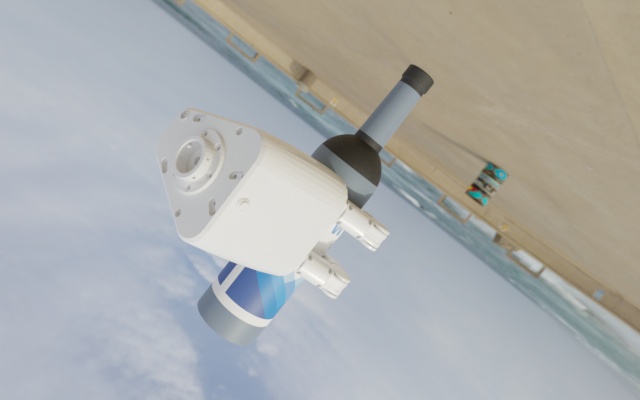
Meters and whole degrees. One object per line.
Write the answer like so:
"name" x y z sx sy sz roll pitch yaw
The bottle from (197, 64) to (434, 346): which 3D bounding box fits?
"bottle" 0.000 0.002 0.442 0.069 0.296 0.069 38 7 -5
